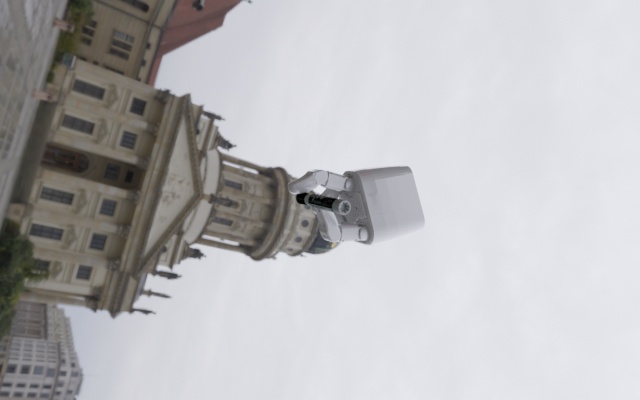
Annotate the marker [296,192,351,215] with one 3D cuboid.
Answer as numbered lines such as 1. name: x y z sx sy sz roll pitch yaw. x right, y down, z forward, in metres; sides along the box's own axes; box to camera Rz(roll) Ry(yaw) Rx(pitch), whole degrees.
1. marker: 0.000 0.002 0.640 0.020 0.020 0.121 0 6 -30
